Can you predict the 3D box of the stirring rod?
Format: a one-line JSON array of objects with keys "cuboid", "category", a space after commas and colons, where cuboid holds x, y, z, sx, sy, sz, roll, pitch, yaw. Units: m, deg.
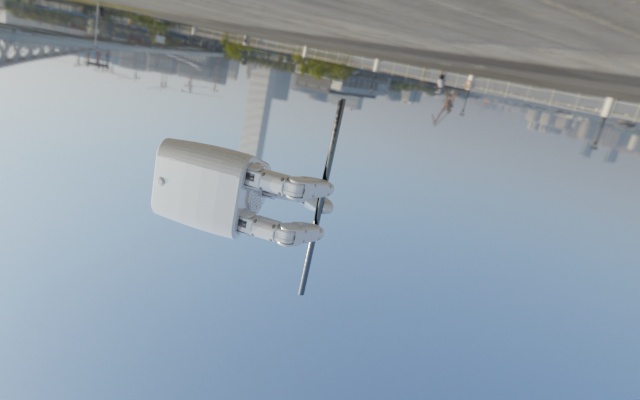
[{"cuboid": [0.000, 0.002, 0.556, 0.011, 0.239, 0.011, 11, 16, -3], "category": "stirring rod"}]
